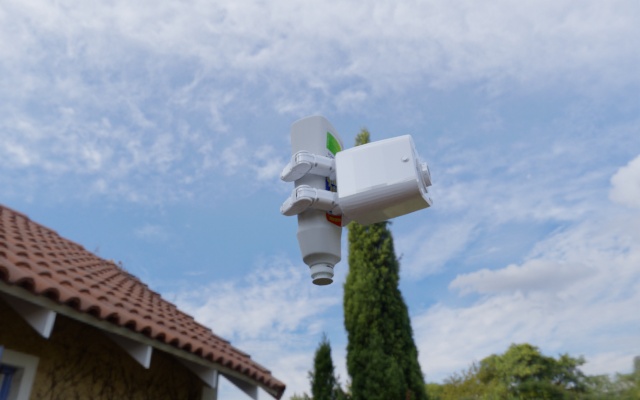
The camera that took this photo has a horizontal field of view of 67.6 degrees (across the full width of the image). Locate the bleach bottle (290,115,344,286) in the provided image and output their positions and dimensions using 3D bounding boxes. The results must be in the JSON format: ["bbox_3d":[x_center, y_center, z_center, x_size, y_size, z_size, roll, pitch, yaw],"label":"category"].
[{"bbox_3d":[0.000,0.002,0.691,0.068,0.250,0.103,-15,-32,19],"label":"bleach bottle"}]
